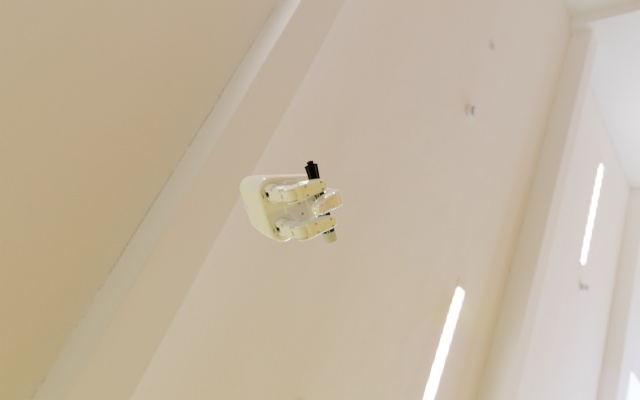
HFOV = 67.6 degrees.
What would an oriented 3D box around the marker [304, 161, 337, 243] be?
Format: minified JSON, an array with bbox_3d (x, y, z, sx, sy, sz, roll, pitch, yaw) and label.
[{"bbox_3d":[0.000,0.002,0.678,0.020,0.121,0.020,-14,14,4],"label":"marker"}]
